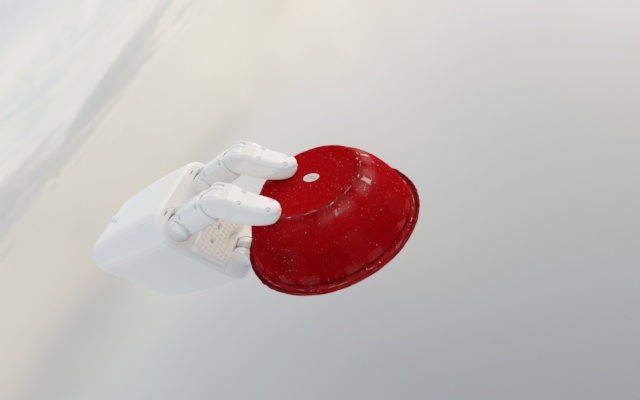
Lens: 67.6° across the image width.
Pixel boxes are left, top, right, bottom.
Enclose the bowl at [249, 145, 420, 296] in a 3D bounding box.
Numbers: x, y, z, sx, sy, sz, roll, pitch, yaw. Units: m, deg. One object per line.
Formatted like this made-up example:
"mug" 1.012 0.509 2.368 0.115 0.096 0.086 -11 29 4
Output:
"bowl" 0.001 0.001 0.411 0.162 0.055 0.162 -17 37 13
